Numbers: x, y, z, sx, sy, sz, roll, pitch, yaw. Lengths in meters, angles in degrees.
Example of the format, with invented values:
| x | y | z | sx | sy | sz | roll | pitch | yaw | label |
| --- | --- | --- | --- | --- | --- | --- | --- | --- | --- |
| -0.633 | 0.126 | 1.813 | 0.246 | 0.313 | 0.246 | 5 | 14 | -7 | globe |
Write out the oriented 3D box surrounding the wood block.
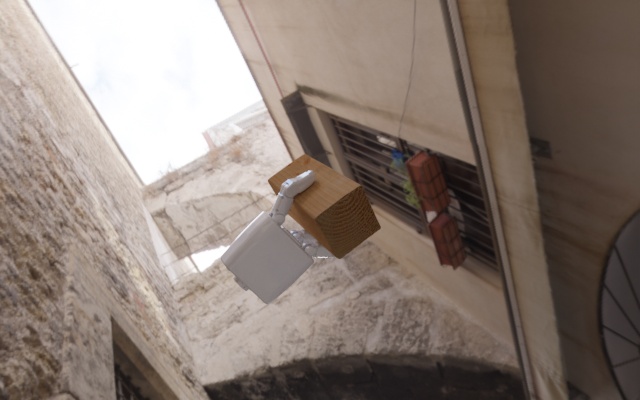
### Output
| x | y | z | sx | sy | sz | roll | pitch | yaw | label |
| --- | --- | --- | --- | --- | --- | --- | --- | --- | --- |
| 0.000 | 0.003 | 0.812 | 0.090 | 0.091 | 0.206 | -36 | 31 | -12 | wood block |
